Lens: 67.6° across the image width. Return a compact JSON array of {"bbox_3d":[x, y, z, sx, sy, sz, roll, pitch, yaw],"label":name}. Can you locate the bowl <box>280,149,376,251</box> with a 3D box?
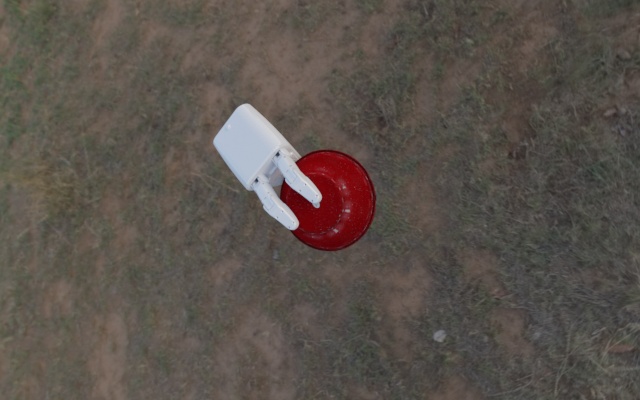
[{"bbox_3d":[0.001,0.003,0.728,0.162,0.162,0.055,0,5,21],"label":"bowl"}]
